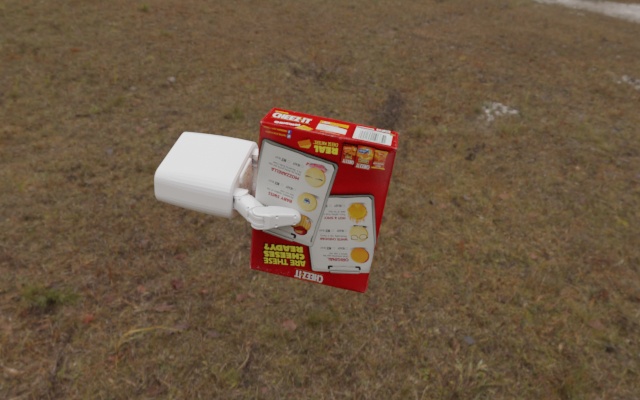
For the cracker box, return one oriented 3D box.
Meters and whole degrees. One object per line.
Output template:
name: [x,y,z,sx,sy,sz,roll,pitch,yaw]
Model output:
cracker box: [0.000,0.002,0.620,0.164,0.214,0.072,12,29,6]
